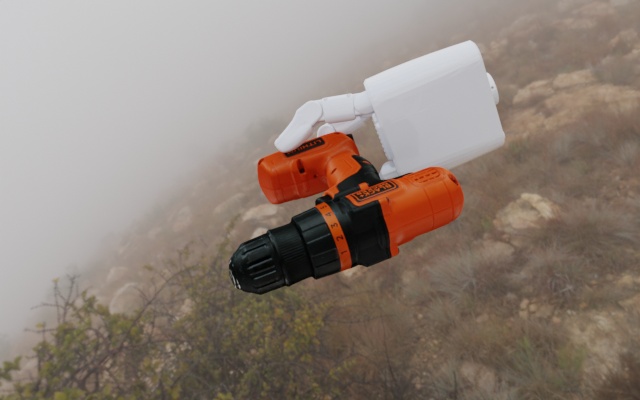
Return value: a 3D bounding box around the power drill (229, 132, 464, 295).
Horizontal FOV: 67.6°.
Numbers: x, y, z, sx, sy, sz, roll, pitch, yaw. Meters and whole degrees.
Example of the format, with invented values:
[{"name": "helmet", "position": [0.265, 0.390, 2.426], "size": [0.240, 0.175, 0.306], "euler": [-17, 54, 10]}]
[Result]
[{"name": "power drill", "position": [0.000, 0.001, 0.416], "size": [0.184, 0.057, 0.187], "euler": [-19, 26, -12]}]
